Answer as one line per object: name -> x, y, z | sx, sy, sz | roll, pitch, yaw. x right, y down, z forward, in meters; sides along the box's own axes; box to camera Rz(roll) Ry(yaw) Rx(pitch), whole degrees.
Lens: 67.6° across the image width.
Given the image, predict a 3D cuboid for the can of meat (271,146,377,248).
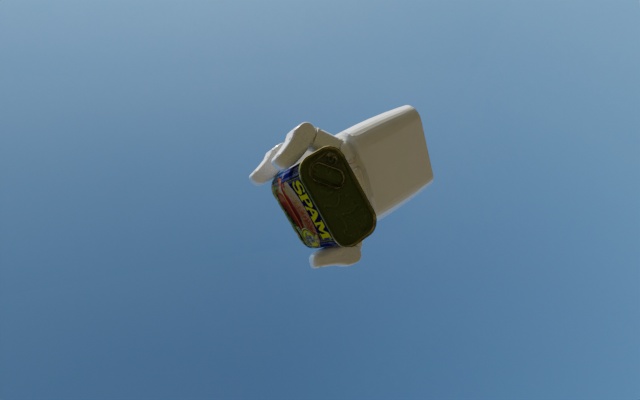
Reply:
can of meat -> 0.000, 0.002, 0.513 | 0.057, 0.102, 0.084 | -33, 8, -28
